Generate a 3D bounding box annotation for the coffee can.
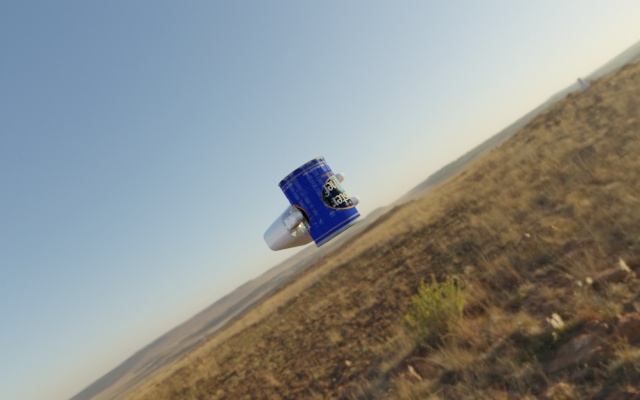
[{"bbox_3d":[0.000,0.003,0.899,0.103,0.140,0.103,-32,-5,-3],"label":"coffee can"}]
